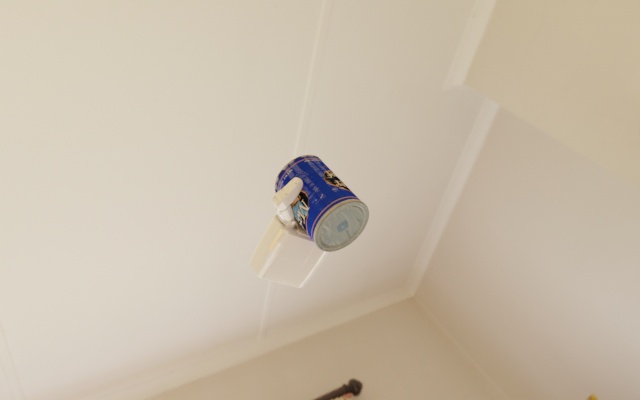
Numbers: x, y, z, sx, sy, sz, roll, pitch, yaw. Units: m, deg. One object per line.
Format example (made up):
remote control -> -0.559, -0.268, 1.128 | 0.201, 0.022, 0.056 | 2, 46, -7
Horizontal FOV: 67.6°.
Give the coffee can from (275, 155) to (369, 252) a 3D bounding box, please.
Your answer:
coffee can -> 0.000, 0.003, 0.803 | 0.103, 0.103, 0.140 | 0, 35, -39
